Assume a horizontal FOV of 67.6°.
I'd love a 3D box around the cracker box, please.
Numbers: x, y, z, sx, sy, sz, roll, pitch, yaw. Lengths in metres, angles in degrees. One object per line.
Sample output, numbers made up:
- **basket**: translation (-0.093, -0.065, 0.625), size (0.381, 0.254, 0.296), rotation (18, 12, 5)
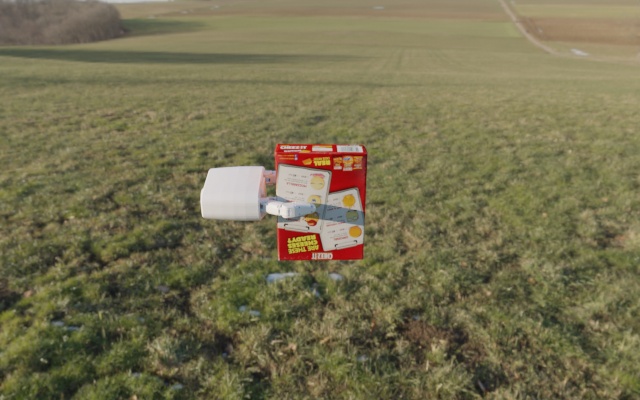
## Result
- **cracker box**: translation (0.000, 0.003, 0.893), size (0.164, 0.214, 0.072), rotation (0, 23, -1)
